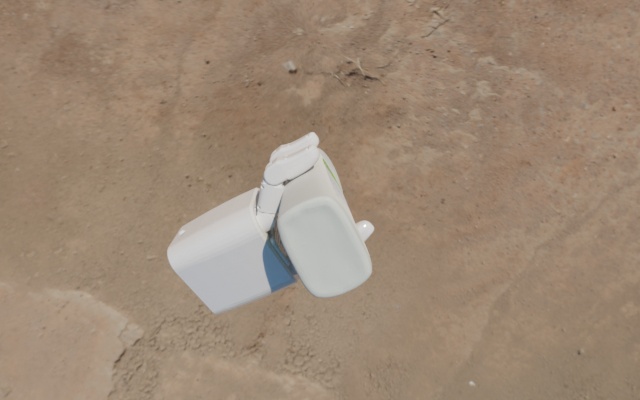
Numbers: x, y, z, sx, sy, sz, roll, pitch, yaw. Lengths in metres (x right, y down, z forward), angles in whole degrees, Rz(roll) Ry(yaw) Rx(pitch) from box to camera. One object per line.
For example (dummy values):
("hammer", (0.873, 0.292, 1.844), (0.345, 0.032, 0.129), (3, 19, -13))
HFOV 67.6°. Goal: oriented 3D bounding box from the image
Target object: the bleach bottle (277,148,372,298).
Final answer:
("bleach bottle", (0.000, 0.002, 0.541), (0.068, 0.102, 0.250), (-24, 18, 7))
